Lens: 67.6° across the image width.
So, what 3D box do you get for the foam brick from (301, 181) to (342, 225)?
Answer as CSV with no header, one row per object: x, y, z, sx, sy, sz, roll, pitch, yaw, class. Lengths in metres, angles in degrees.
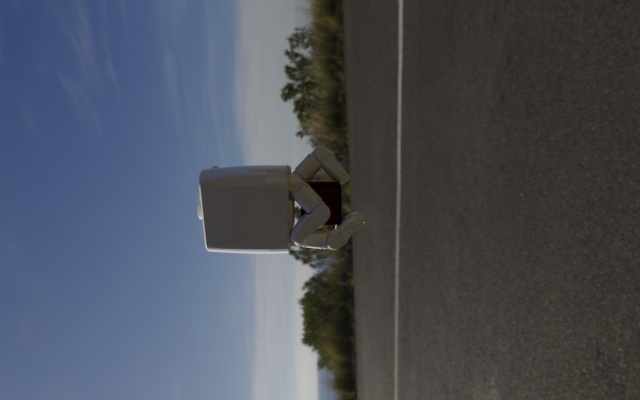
0.000,0.002,0.631,0.051,0.053,0.078,0,4,-1,foam brick
